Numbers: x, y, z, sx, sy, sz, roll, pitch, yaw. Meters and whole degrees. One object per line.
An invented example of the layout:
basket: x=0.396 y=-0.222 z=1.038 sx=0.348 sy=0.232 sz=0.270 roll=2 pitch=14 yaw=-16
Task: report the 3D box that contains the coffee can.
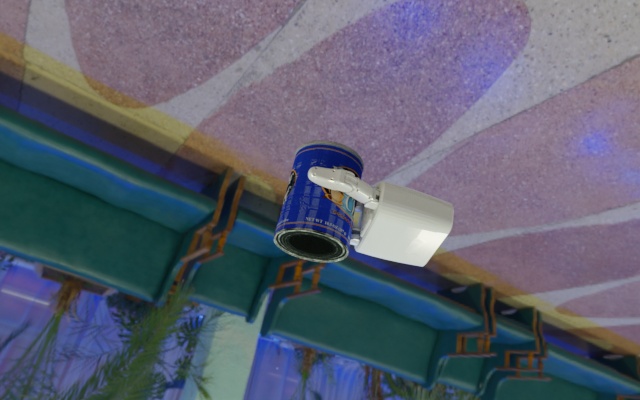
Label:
coffee can: x=0.000 y=0.002 z=0.669 sx=0.103 sy=0.140 sz=0.103 roll=10 pitch=-28 yaw=5
